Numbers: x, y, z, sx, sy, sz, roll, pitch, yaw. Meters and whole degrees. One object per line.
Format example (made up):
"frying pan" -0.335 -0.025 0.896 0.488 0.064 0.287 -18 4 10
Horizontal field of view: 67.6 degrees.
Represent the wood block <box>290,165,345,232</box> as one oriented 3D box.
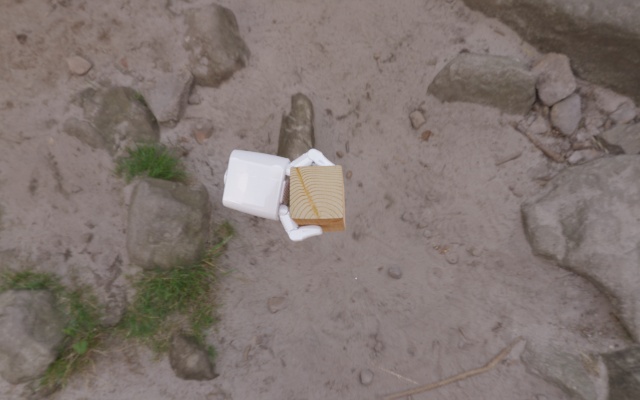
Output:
"wood block" 0.000 0.003 0.890 0.090 0.091 0.206 -1 -9 4
